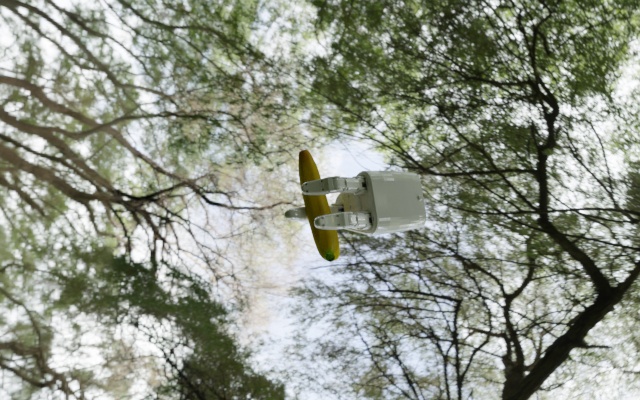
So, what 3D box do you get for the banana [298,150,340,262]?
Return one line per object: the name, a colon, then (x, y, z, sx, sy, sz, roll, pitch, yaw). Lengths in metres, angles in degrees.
banana: (-0.001, 0.015, 0.727, 0.037, 0.197, 0.070, -9, -31, -12)
